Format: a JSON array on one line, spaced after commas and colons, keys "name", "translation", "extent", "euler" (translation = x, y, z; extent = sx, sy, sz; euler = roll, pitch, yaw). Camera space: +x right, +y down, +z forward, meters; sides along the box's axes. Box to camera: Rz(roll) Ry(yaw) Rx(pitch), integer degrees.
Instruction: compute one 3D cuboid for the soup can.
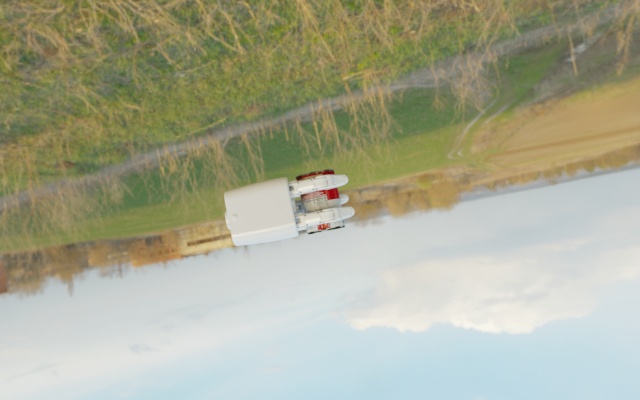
[{"name": "soup can", "translation": [0.001, 0.003, 0.819], "extent": [0.068, 0.102, 0.068], "euler": [-11, -3, -1]}]
